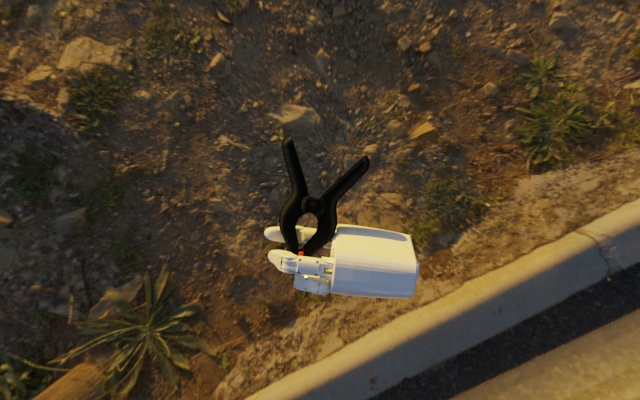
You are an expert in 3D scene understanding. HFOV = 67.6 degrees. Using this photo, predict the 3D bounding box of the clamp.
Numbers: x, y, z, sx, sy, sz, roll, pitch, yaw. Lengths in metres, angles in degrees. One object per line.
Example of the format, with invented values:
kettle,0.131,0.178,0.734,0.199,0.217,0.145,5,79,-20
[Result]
clamp,0.000,0.002,0.643,0.120,0.171,0.039,7,5,1
